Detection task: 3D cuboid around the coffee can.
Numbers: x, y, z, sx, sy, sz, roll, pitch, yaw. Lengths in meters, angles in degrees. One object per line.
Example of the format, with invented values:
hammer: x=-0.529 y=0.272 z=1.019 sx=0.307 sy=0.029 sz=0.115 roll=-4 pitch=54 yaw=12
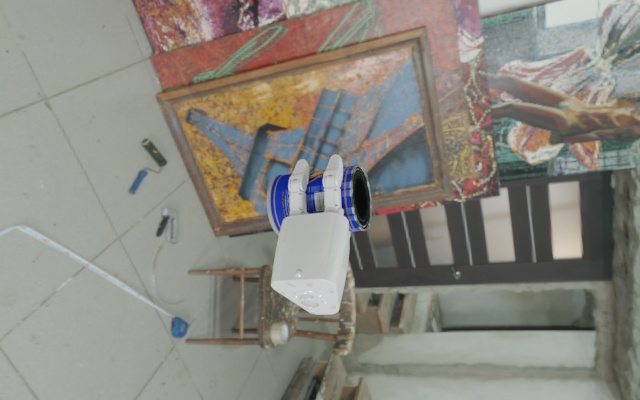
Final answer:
coffee can: x=0.000 y=0.002 z=0.755 sx=0.140 sy=0.103 sz=0.103 roll=-6 pitch=-2 yaw=21
